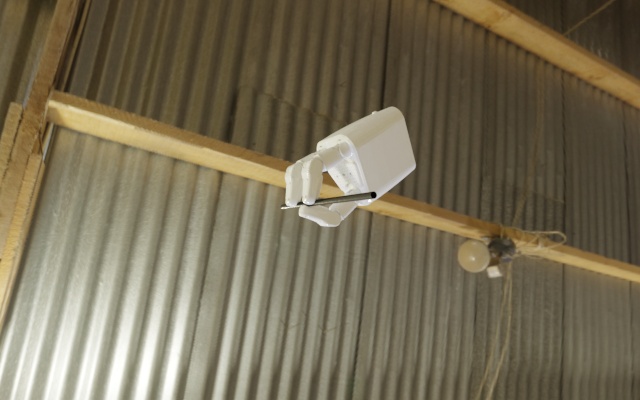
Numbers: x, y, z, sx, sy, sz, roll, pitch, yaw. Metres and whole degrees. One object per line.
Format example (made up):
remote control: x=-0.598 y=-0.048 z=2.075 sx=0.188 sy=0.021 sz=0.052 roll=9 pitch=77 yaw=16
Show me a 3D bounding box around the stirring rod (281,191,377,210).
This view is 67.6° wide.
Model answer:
stirring rod: x=0.000 y=0.002 z=0.614 sx=0.011 sy=0.011 sz=0.239 roll=0 pitch=-4 yaw=-28
